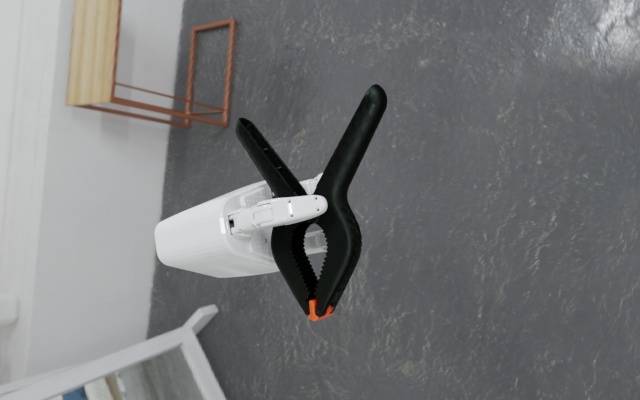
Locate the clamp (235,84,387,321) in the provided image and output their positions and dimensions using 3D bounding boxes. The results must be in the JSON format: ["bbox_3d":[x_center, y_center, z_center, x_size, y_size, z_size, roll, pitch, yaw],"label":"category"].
[{"bbox_3d":[0.000,0.002,0.440,0.164,0.210,0.036,-15,-9,32],"label":"clamp"}]
